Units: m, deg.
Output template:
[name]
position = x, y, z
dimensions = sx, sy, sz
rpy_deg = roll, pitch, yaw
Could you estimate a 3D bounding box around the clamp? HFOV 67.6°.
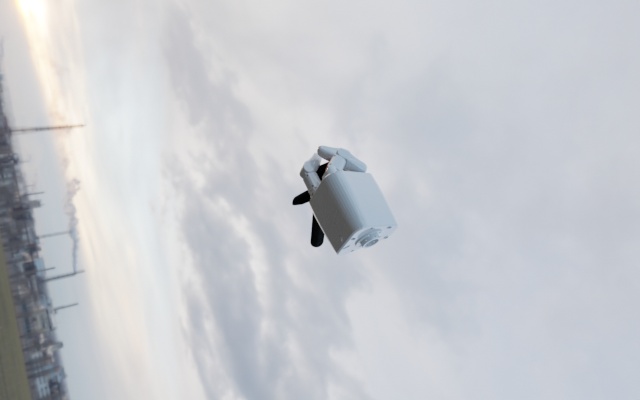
[clamp]
position = 0.001, 0.003, 0.873
dimensions = 0.039, 0.120, 0.172
rpy_deg = -11, -28, -31
